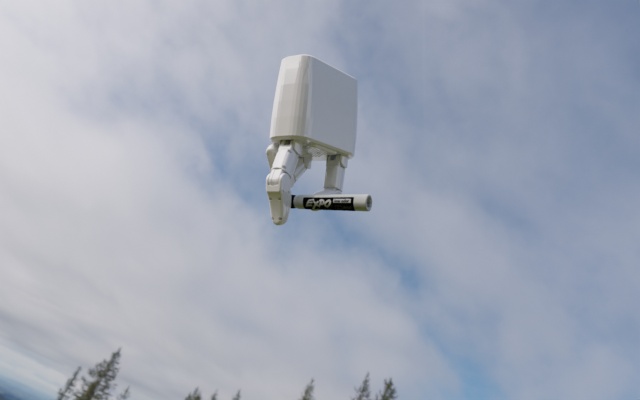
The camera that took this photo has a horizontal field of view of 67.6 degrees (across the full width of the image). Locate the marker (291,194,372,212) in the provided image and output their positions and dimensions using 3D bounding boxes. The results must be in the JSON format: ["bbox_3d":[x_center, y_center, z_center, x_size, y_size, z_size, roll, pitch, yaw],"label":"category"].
[{"bbox_3d":[0.000,0.002,0.549,0.121,0.020,0.020,1,0,28],"label":"marker"}]
